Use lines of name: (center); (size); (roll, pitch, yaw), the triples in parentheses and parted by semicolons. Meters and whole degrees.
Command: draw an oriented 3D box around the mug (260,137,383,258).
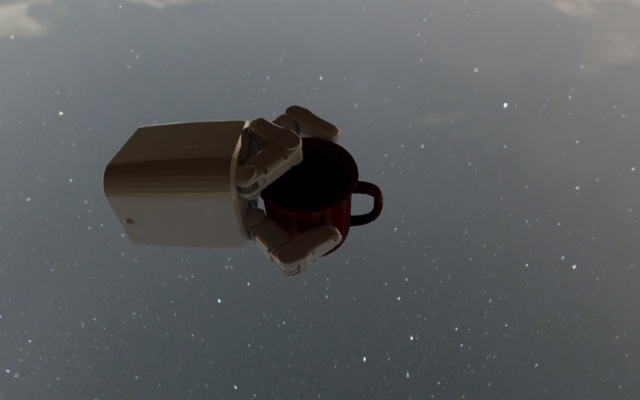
mug: (0.002, 0.002, 0.451); (0.117, 0.093, 0.082); (1, -40, 3)
